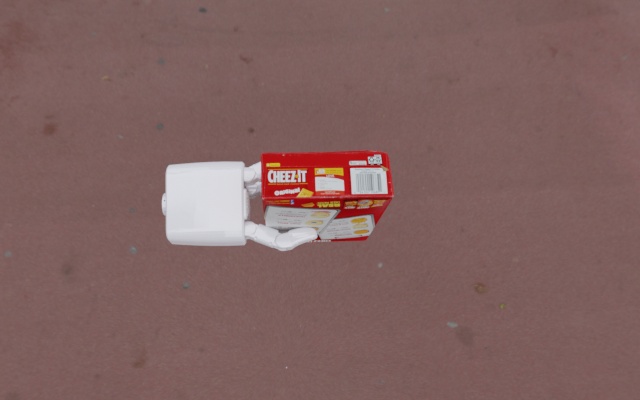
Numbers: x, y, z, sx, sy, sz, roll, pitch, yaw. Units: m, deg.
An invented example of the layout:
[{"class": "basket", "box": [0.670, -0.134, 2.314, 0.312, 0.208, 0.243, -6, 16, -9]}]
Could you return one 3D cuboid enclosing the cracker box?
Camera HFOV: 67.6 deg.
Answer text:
[{"class": "cracker box", "box": [0.000, 0.002, 0.683, 0.164, 0.072, 0.214, -1, -19, -5]}]
